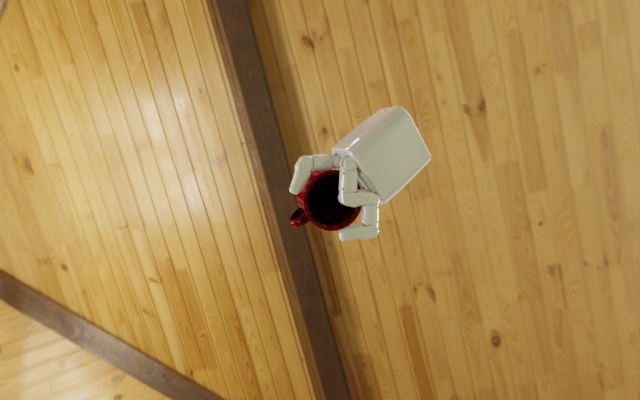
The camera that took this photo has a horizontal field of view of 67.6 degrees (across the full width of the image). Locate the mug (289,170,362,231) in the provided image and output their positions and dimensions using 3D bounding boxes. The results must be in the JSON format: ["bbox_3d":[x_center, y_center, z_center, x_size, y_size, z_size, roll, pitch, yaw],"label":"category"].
[{"bbox_3d":[-0.001,0.003,0.752,0.117,0.093,0.081,-40,16,-7],"label":"mug"}]
